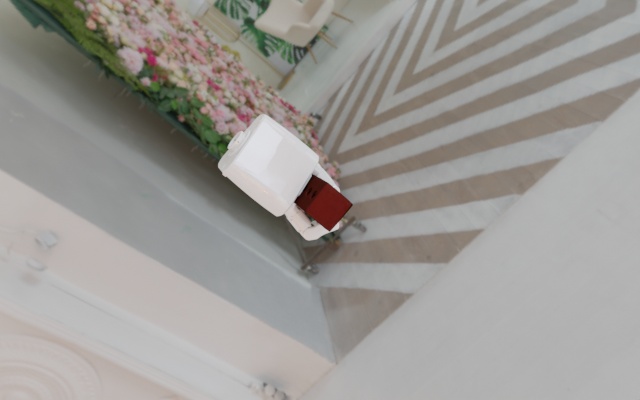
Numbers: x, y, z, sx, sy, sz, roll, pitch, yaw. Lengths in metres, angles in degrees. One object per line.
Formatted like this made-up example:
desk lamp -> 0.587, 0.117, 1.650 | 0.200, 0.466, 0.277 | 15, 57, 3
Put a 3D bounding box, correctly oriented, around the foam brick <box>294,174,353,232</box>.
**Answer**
foam brick -> 0.000, 0.002, 0.693 | 0.051, 0.053, 0.078 | 41, -3, -22
